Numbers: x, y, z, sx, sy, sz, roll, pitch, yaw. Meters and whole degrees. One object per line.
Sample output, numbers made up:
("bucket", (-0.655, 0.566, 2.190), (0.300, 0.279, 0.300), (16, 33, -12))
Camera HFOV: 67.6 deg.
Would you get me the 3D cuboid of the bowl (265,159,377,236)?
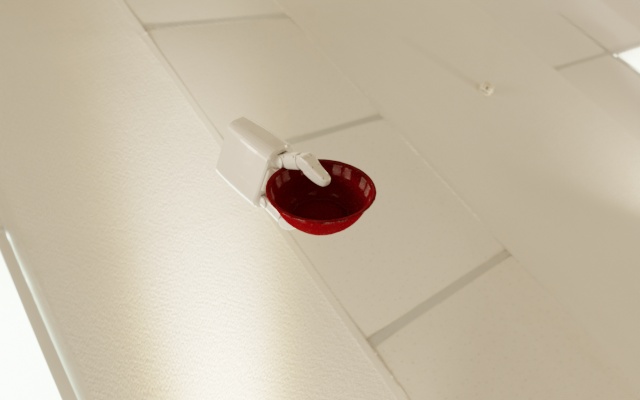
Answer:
("bowl", (0.001, 0.003, 0.709), (0.162, 0.055, 0.162), (1, 36, -1))
